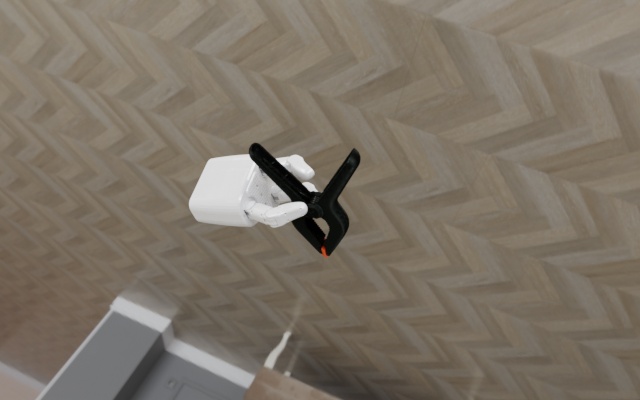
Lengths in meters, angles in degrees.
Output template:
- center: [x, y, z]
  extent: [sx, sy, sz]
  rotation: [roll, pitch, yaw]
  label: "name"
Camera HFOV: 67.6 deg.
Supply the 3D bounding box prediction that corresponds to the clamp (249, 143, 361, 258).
- center: [0.000, 0.003, 0.696]
  extent: [0.164, 0.210, 0.036]
  rotation: [1, 41, 29]
  label: "clamp"
